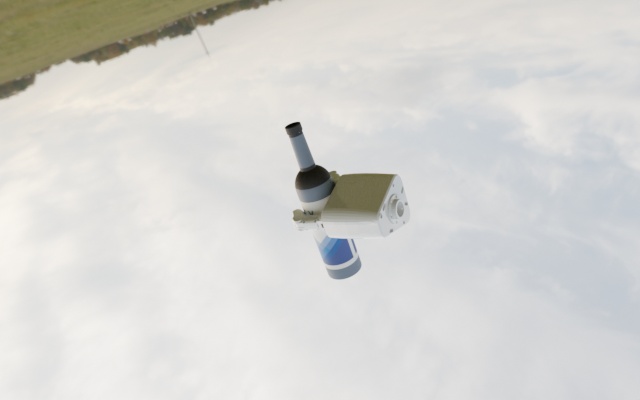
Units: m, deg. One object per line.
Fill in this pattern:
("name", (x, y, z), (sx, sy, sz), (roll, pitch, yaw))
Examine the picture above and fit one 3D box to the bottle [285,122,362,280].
("bottle", (0.000, 0.003, 0.837), (0.069, 0.296, 0.069), (-16, 25, 8))
